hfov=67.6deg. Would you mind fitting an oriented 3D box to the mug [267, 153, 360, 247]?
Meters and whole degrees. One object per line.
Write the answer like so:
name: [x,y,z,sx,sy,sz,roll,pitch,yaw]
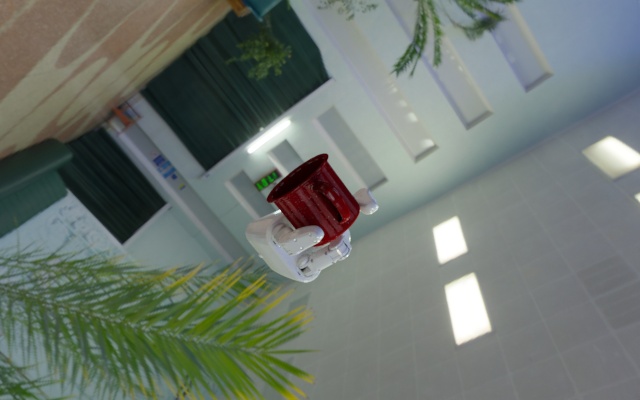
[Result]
mug: [0.001,0.002,0.575,0.093,0.081,0.117,-43,17,-20]
